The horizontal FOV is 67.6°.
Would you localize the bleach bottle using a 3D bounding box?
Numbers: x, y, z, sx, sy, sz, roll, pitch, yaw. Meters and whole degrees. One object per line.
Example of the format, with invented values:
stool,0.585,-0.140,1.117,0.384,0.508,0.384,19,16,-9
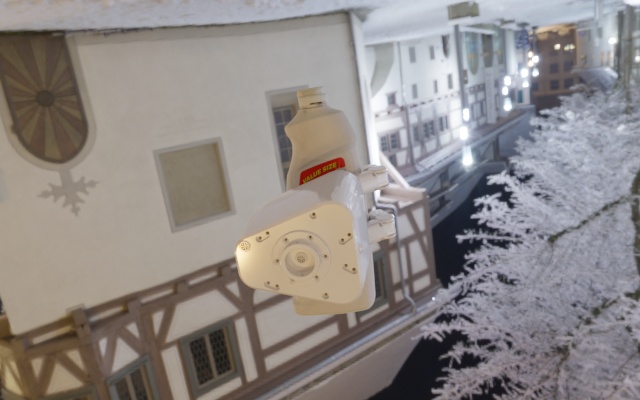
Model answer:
bleach bottle,0.000,0.002,0.539,0.102,0.251,0.068,-7,14,9
